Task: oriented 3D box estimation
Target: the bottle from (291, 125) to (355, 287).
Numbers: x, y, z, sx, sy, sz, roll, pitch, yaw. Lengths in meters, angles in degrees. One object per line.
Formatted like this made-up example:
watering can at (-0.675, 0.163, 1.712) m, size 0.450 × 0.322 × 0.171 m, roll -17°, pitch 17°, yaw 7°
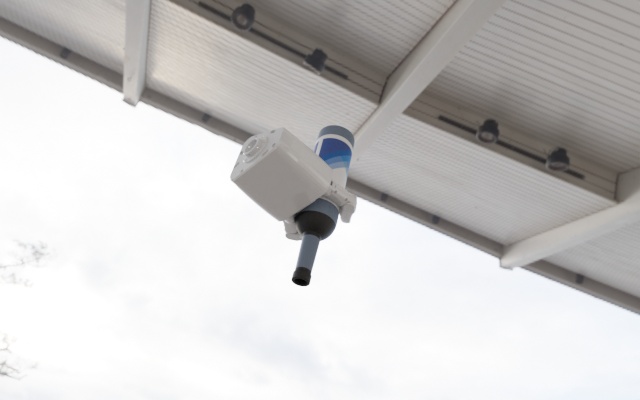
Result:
bottle at (0.000, 0.002, 0.763) m, size 0.069 × 0.295 × 0.069 m, roll 9°, pitch -38°, yaw 7°
